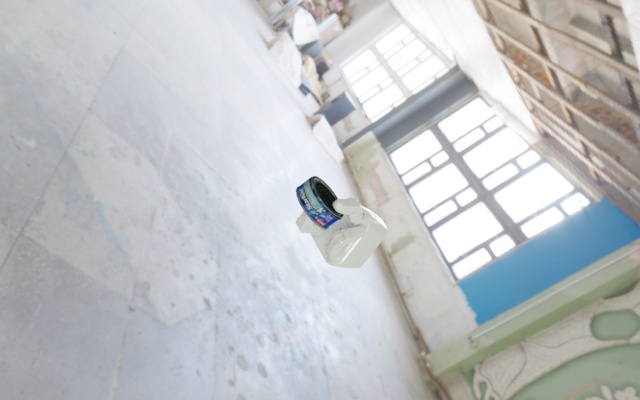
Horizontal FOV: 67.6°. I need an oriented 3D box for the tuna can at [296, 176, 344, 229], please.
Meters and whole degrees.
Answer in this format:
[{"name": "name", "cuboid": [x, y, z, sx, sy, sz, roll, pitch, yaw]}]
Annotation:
[{"name": "tuna can", "cuboid": [0.001, 0.002, 0.776, 0.034, 0.086, 0.086, -36, -13, 19]}]
